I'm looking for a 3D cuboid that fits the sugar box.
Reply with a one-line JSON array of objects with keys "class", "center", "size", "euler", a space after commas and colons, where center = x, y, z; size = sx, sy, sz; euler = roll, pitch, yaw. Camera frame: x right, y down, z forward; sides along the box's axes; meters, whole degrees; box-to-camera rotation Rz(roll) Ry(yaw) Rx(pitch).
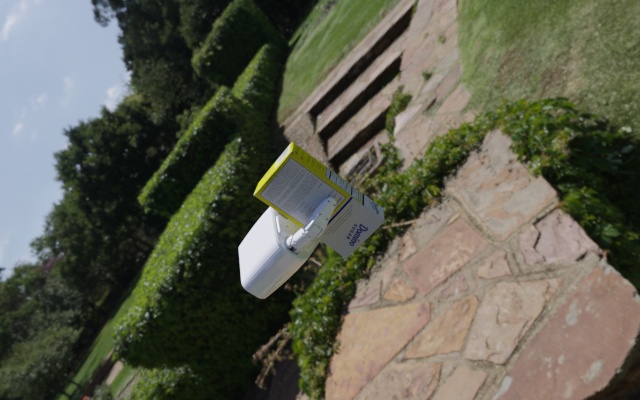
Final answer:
[{"class": "sugar box", "center": [0.000, 0.002, 0.715], "size": [0.176, 0.093, 0.048], "euler": [35, 27, -17]}]
